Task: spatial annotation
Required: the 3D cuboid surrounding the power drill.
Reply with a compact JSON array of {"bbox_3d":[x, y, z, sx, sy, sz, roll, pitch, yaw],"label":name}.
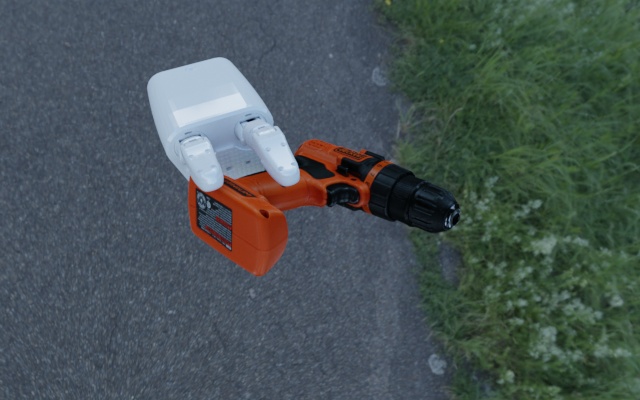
[{"bbox_3d":[0.000,0.001,0.407,0.184,0.057,0.187,23,28,39],"label":"power drill"}]
